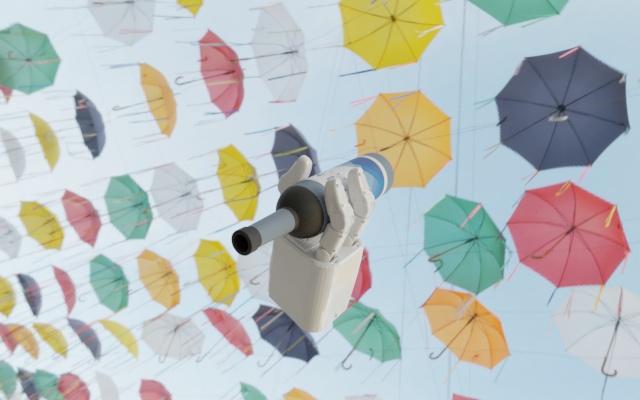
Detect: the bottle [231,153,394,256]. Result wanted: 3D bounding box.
[{"bbox_3d":[0.000,0.002,0.591,0.069,0.069,0.295,0,16,34],"label":"bottle"}]
